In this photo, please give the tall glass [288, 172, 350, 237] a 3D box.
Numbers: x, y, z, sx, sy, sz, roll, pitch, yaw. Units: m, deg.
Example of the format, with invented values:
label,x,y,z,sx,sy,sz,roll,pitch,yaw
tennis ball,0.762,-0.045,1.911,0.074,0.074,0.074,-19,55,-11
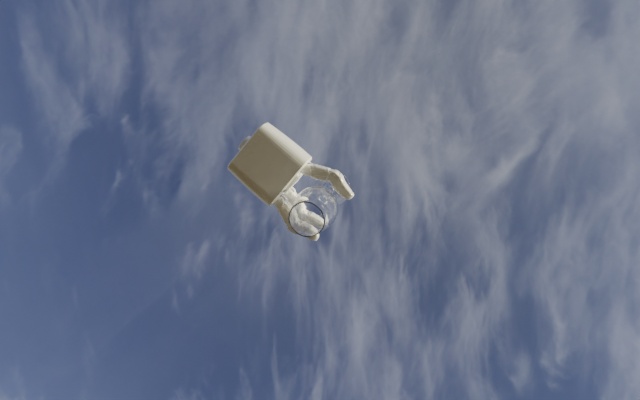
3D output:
label,x,y,z,sx,sy,sz,roll,pitch,yaw
tall glass,0.000,0.003,0.867,0.079,0.079,0.201,0,17,14
